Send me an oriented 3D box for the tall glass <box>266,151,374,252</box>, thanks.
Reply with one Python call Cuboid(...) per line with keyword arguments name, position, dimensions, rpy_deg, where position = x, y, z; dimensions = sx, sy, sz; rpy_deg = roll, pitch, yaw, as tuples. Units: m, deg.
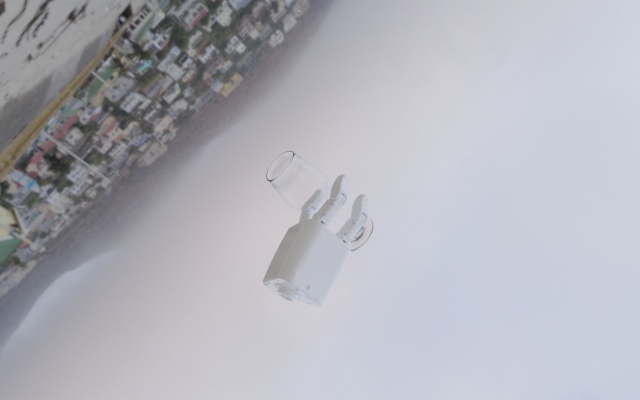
Cuboid(name="tall glass", position=(0.001, 0.003, 0.807), dimensions=(0.201, 0.079, 0.079), rpy_deg=(42, -23, -28))
